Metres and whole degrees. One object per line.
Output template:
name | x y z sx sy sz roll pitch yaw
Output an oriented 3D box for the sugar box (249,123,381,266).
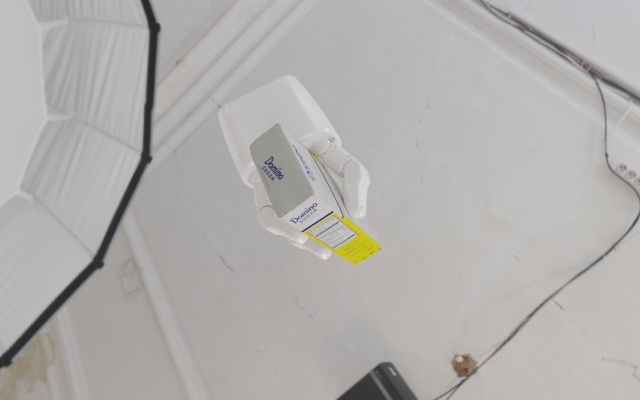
sugar box | 0.000 0.002 0.499 0.048 0.093 0.176 -35 -34 13
